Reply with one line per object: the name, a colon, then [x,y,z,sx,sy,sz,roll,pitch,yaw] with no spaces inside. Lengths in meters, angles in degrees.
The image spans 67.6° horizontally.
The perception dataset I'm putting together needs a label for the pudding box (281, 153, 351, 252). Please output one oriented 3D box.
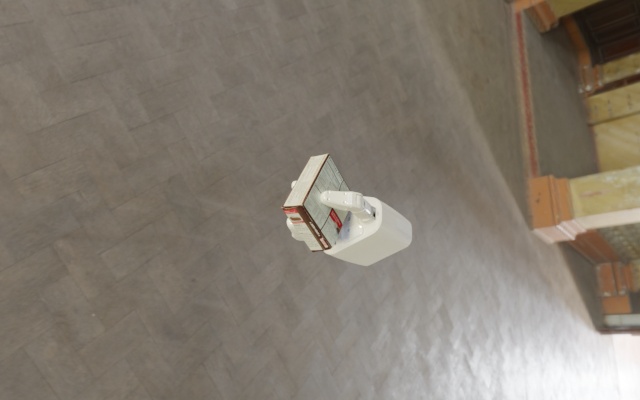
pudding box: [0.000,0.002,0.677,0.039,0.090,0.113,-11,37,33]
